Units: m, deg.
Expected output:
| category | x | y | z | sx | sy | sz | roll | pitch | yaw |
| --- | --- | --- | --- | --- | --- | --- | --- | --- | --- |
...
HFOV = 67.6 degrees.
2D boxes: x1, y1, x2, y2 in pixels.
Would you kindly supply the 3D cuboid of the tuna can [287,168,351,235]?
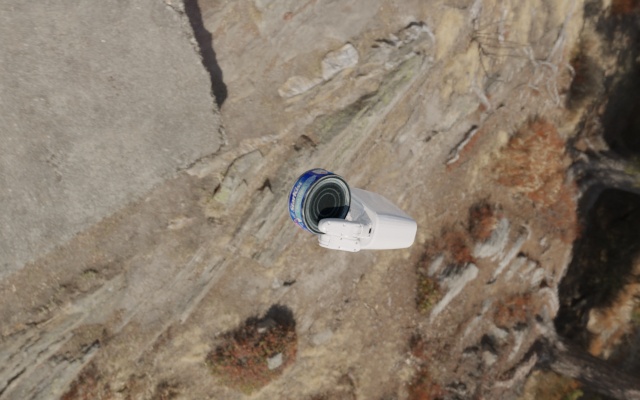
| category | x | y | z | sx | sy | sz | roll | pitch | yaw |
| --- | --- | --- | --- | --- | --- | --- | --- | --- | --- |
| tuna can | 0.000 | 0.002 | 0.637 | 0.086 | 0.086 | 0.033 | 0 | 16 | -40 |
